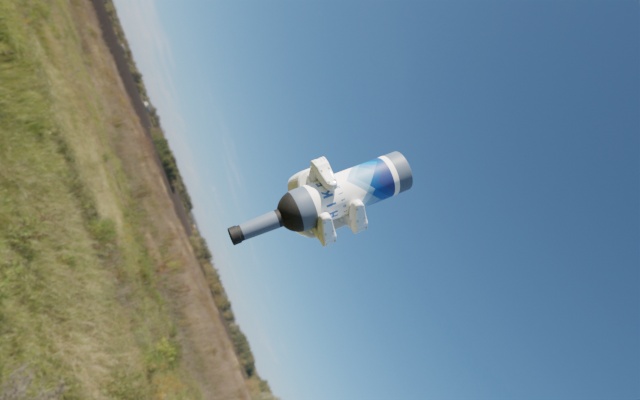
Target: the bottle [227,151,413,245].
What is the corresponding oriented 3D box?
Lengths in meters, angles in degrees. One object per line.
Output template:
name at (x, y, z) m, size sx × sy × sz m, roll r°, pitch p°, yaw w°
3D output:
bottle at (0.000, 0.002, 0.740) m, size 0.295 × 0.069 × 0.069 m, roll -21°, pitch 6°, yaw -15°
